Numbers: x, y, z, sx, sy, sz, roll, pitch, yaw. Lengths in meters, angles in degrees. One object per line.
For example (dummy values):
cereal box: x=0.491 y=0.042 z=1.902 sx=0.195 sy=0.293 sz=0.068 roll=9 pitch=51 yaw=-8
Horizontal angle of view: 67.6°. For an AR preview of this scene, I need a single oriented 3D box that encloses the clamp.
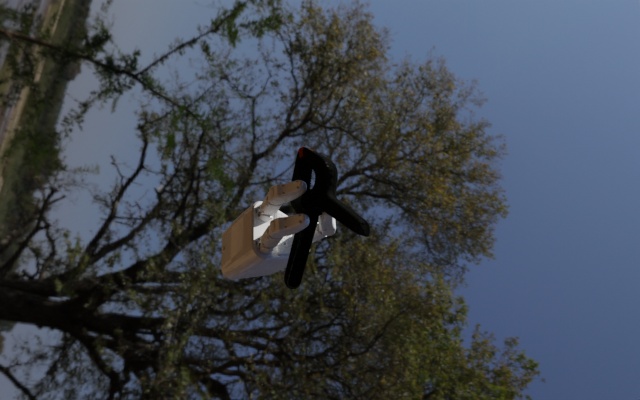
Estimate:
clamp: x=0.001 y=0.002 z=0.676 sx=0.036 sy=0.209 sz=0.164 roll=21 pitch=-39 yaw=-35
